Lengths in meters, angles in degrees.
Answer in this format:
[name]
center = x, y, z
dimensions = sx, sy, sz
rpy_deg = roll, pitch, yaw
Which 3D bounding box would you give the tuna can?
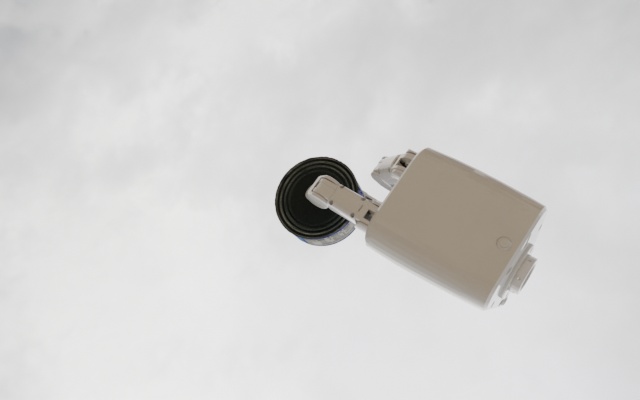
[tuna can]
center = 0.000, 0.002, 0.477
dimensions = 0.086, 0.086, 0.034
rpy_deg = 0, -20, 19
